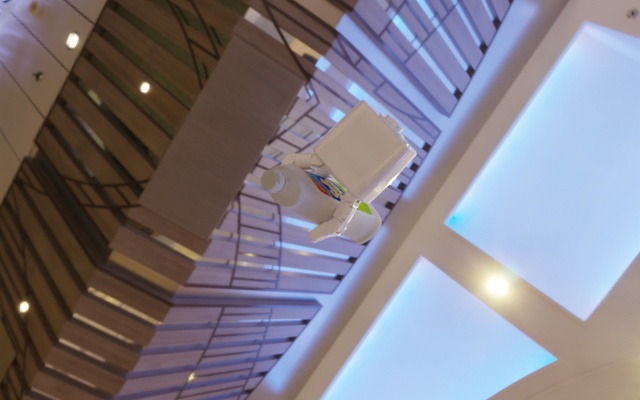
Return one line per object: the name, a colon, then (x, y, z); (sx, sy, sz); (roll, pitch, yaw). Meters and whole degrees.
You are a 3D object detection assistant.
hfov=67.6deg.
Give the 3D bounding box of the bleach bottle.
bleach bottle: (0.000, 0.002, 0.748); (0.068, 0.102, 0.251); (-44, -31, 16)
